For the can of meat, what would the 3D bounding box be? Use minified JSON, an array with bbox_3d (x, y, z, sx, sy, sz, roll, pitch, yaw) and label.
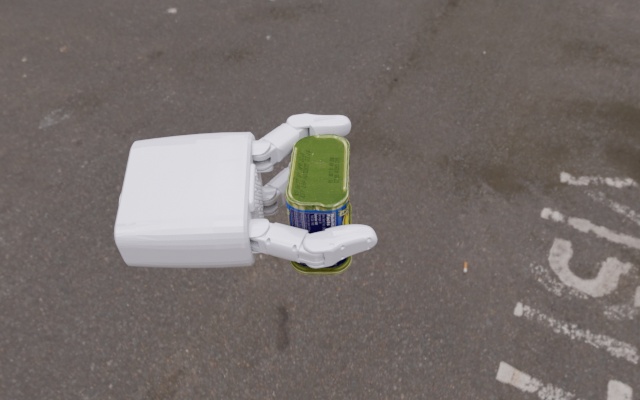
[{"bbox_3d":[0.000,0.001,0.431,0.057,0.084,0.102,0,43,3],"label":"can of meat"}]
